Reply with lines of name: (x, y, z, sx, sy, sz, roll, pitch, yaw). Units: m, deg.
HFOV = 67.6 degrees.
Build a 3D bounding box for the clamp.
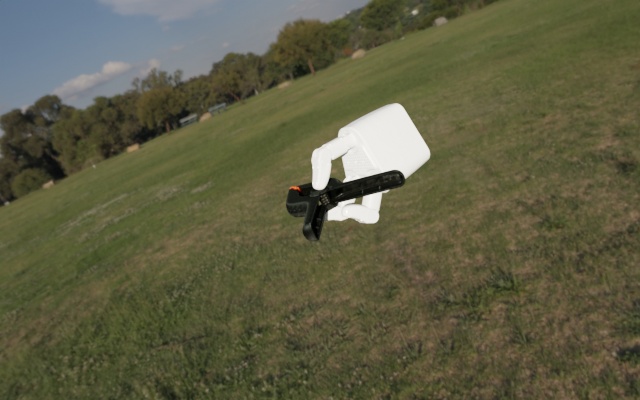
clamp: (0.000, 0.001, 0.695, 0.164, 0.036, 0.210, -33, 19, -29)
